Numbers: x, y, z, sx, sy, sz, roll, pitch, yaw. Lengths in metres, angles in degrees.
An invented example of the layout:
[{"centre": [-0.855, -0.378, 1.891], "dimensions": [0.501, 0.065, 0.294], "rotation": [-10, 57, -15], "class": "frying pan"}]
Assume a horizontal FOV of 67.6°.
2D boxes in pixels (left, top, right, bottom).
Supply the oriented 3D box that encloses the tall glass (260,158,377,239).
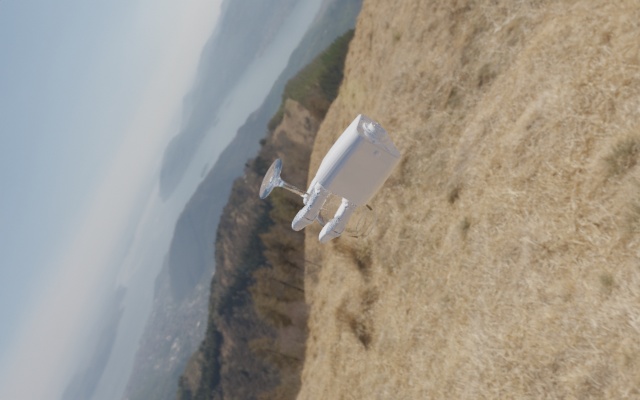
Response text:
[{"centre": [-0.001, 0.003, 0.832], "dimensions": [0.201, 0.079, 0.079], "rotation": [26, -10, -22], "class": "tall glass"}]
